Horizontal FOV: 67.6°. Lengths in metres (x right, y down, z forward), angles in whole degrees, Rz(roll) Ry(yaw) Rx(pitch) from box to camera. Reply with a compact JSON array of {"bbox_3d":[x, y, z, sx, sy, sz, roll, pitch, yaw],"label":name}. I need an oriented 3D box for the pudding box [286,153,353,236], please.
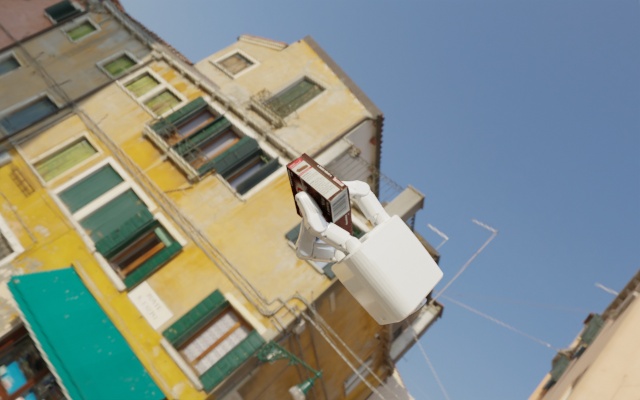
[{"bbox_3d":[0.000,0.002,0.656,0.039,0.114,0.090,-37,56,-22],"label":"pudding box"}]
